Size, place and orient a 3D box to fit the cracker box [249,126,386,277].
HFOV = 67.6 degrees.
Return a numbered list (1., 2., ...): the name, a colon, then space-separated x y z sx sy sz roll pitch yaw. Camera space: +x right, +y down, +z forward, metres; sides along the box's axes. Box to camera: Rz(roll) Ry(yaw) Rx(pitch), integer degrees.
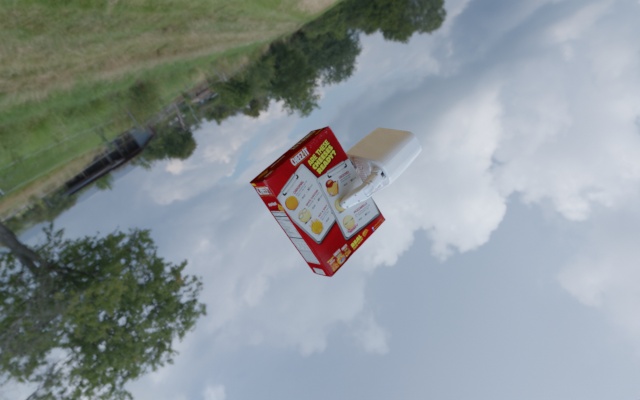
1. cracker box: 0.000 0.003 0.858 0.164 0.214 0.072 -43 20 -26
